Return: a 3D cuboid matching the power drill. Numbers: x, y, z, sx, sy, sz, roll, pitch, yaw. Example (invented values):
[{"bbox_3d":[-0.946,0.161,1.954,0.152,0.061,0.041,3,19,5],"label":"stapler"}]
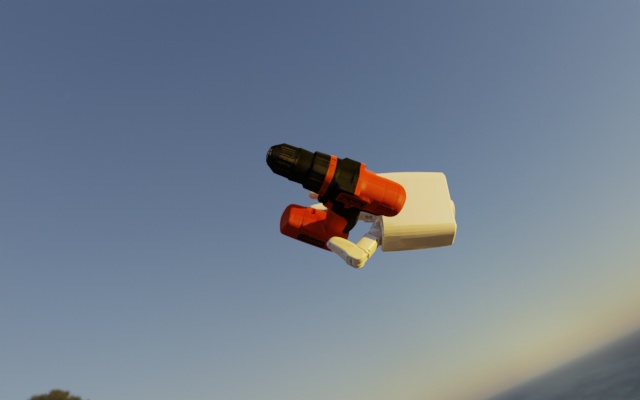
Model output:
[{"bbox_3d":[0.000,0.002,0.657,0.184,0.057,0.188,21,-28,-8],"label":"power drill"}]
